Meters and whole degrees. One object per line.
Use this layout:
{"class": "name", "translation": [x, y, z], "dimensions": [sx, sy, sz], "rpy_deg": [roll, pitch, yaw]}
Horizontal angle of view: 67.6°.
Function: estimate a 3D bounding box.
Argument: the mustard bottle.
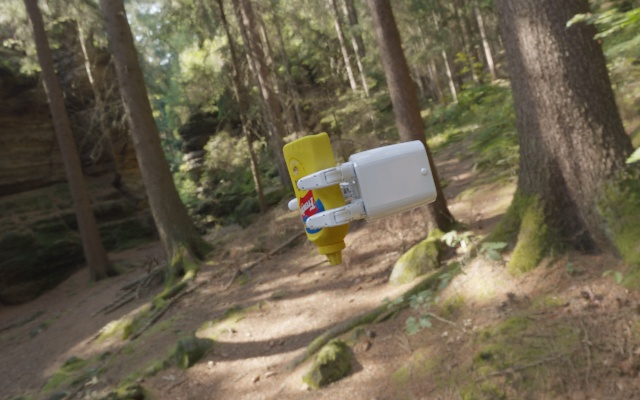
{"class": "mustard bottle", "translation": [0.000, 0.002, 0.707], "dimensions": [0.058, 0.191, 0.096], "rpy_deg": [-16, 2, -29]}
